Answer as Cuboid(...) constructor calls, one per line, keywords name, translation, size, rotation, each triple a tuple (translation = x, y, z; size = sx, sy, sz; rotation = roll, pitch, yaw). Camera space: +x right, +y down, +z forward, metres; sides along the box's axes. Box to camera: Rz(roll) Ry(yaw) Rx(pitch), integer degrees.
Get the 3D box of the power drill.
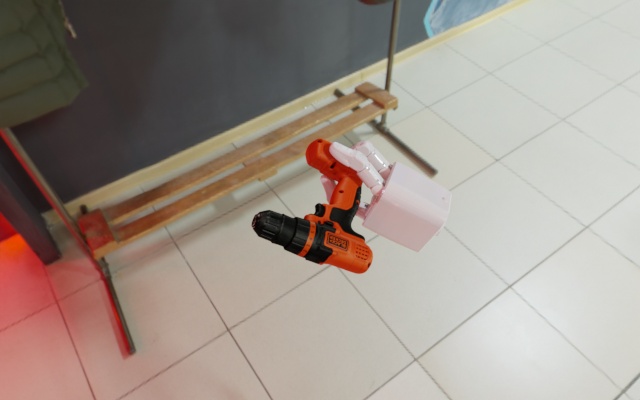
Cuboid(name="power drill", translation=(0.000, 0.002, 0.711), size=(0.184, 0.187, 0.057), rotation=(23, -32, -20))
